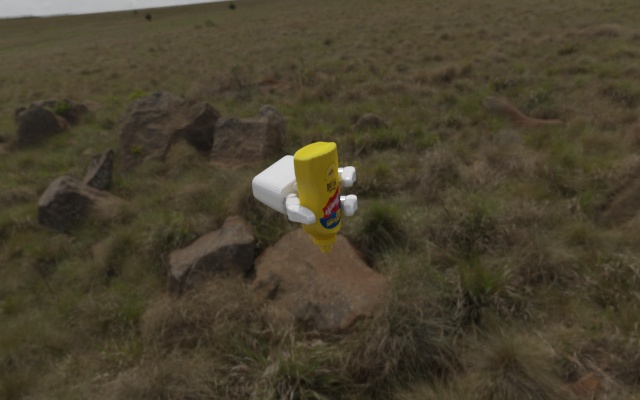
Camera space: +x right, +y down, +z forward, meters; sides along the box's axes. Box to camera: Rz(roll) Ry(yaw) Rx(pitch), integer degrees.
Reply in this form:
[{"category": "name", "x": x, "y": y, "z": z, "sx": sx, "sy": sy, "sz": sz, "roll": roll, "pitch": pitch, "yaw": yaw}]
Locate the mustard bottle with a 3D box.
[{"category": "mustard bottle", "x": 0.000, "y": 0.003, "z": 0.820, "sx": 0.058, "sy": 0.192, "sz": 0.096, "roll": 6, "pitch": 25, "yaw": 27}]
